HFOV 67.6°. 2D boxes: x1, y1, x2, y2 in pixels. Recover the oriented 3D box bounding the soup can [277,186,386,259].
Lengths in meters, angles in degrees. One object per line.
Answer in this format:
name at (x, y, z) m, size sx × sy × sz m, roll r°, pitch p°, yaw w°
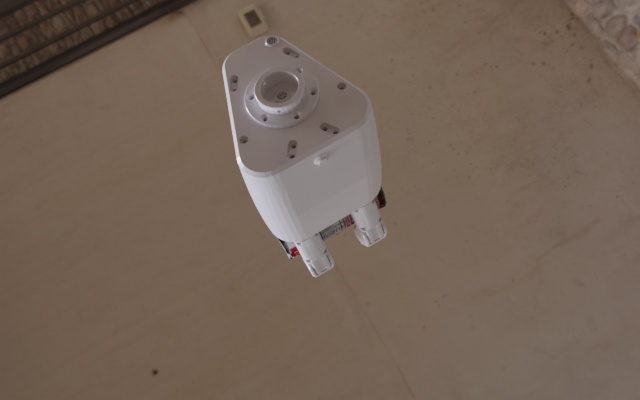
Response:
soup can at (0.000, 0.002, 0.444) m, size 0.102 × 0.068 × 0.068 m, roll -30°, pitch 3°, yaw -6°
